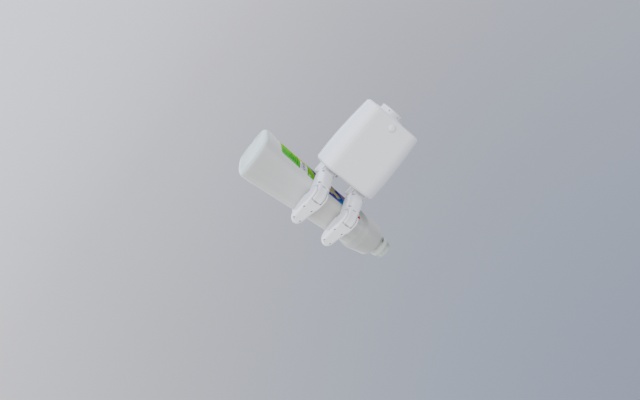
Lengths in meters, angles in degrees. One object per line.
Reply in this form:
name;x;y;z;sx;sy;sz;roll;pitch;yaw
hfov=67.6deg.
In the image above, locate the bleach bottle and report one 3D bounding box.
bleach bottle;0.000;0.002;0.699;0.251;0.068;0.102;37;11;-19
